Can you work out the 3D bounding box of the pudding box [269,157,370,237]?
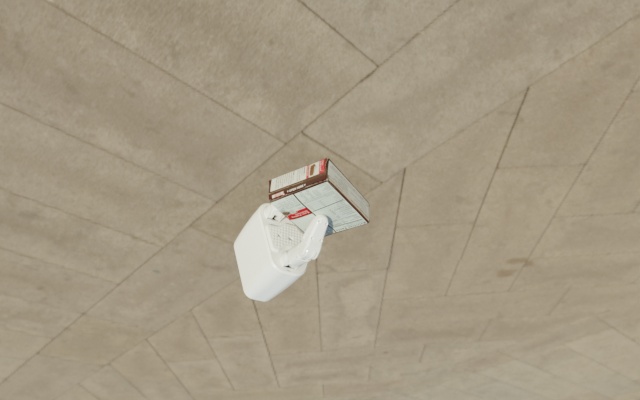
[{"bbox_3d":[0.000,0.002,0.618,0.090,0.039,0.113,-20,-39,25],"label":"pudding box"}]
